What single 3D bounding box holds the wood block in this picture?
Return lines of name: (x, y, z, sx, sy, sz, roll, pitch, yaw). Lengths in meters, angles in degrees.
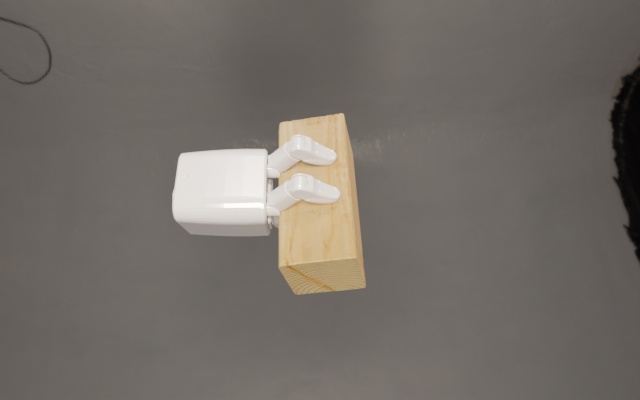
wood block: (0.000, 0.002, 0.602, 0.090, 0.206, 0.091, -7, -32, 7)
